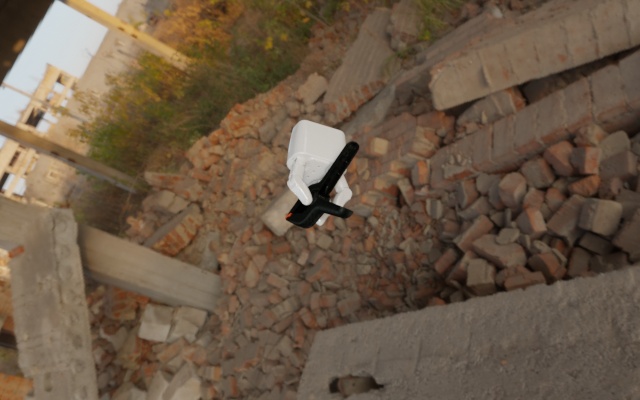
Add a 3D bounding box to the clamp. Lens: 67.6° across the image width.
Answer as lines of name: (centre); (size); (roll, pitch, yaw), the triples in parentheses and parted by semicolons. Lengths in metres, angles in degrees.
clamp: (-0.001, 0.003, 0.892); (0.036, 0.164, 0.210); (28, -47, -24)
